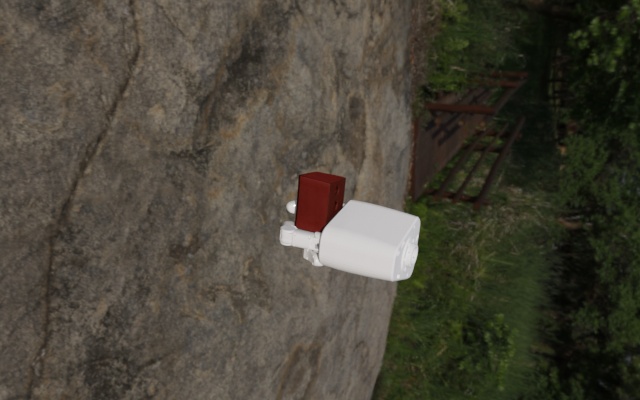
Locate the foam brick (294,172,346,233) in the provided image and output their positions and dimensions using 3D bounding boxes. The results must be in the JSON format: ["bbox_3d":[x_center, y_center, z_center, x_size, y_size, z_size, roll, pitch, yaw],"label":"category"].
[{"bbox_3d":[0.000,0.002,0.680,0.051,0.078,0.053,13,17,26],"label":"foam brick"}]
